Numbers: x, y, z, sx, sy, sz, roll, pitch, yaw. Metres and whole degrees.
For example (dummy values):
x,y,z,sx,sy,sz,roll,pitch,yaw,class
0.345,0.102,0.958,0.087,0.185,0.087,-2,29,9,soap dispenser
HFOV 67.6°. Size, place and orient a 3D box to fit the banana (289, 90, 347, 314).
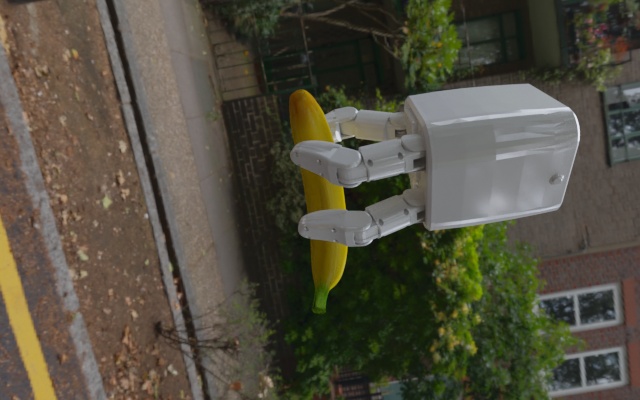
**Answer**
x,y,z,sx,sy,sz,roll,pitch,yaw,class
0.002,-0.002,0.423,0.037,0.198,0.069,-5,19,6,banana
